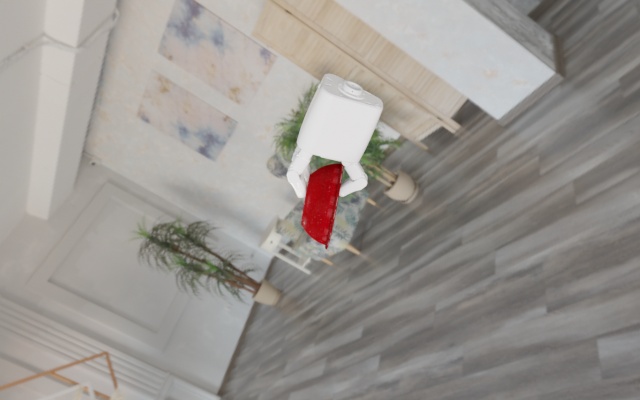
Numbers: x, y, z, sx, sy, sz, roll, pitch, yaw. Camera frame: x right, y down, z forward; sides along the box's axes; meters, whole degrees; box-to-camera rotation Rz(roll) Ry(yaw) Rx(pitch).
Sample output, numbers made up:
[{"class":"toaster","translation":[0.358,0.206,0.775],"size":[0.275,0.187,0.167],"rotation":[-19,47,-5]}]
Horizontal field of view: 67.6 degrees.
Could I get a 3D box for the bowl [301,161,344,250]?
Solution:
[{"class":"bowl","translation":[-0.001,0.004,0.846],"size":[0.055,0.162,0.162],"rotation":[10,0,0]}]
